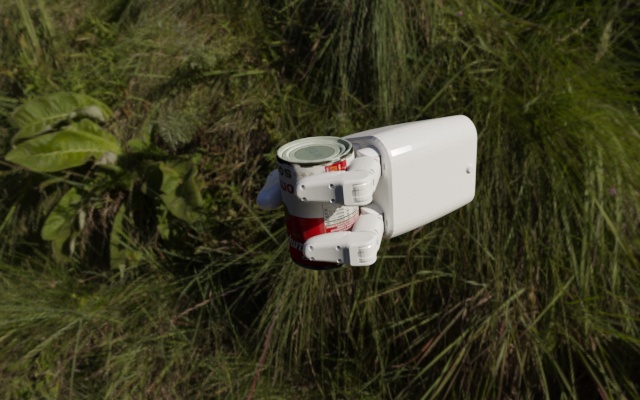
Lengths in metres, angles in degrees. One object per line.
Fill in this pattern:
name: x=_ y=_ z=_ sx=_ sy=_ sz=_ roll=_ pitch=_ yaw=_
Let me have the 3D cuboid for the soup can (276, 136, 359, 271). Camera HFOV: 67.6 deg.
soup can: x=0.000 y=0.001 z=0.426 sx=0.068 sy=0.102 sz=0.068 roll=-5 pitch=26 yaw=3
